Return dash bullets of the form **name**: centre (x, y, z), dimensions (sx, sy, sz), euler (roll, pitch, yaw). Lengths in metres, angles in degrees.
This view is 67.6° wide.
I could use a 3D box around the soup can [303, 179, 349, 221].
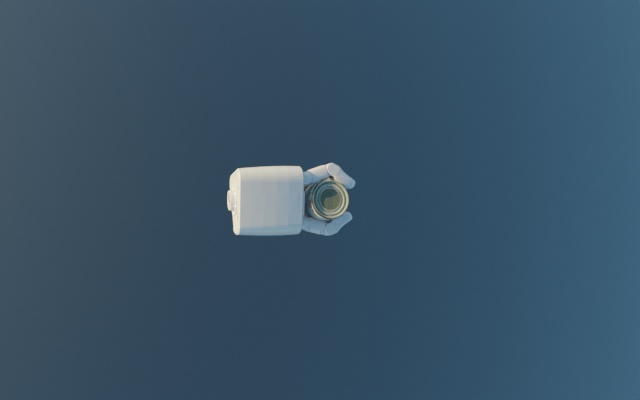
- **soup can**: centre (0.001, 0.003, 0.830), dimensions (0.068, 0.068, 0.102), euler (0, -6, -20)
